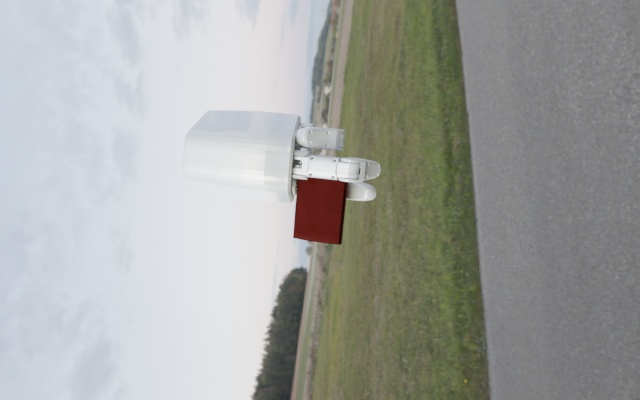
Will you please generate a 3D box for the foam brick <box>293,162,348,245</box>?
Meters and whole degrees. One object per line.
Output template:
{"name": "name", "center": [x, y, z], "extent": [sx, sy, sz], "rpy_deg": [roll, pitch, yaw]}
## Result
{"name": "foam brick", "center": [0.000, 0.002, 0.510], "extent": [0.051, 0.078, 0.053], "rpy_deg": [5, 8, -1]}
